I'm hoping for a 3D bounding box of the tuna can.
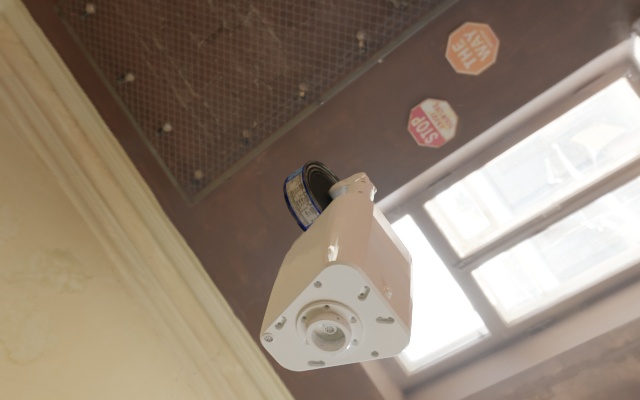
[{"bbox_3d":[0.000,0.002,0.511,0.034,0.086,0.086,-33,-16,25],"label":"tuna can"}]
